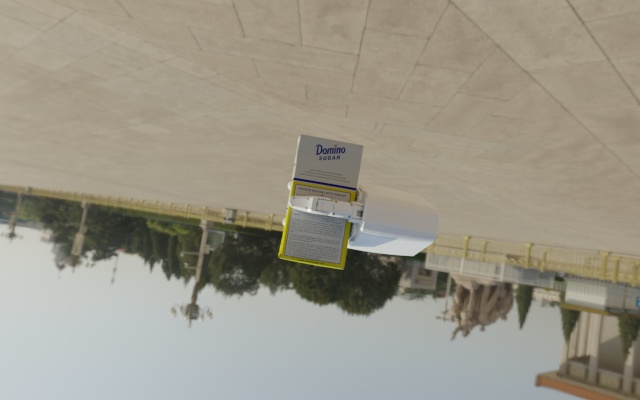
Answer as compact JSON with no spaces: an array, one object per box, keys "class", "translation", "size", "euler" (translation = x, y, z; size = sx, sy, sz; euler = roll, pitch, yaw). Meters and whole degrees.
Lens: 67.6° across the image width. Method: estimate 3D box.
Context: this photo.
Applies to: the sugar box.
[{"class":"sugar box","translation":[0.000,0.002,0.677],"size":[0.093,0.176,0.048],"euler":[10,-5,-6]}]
